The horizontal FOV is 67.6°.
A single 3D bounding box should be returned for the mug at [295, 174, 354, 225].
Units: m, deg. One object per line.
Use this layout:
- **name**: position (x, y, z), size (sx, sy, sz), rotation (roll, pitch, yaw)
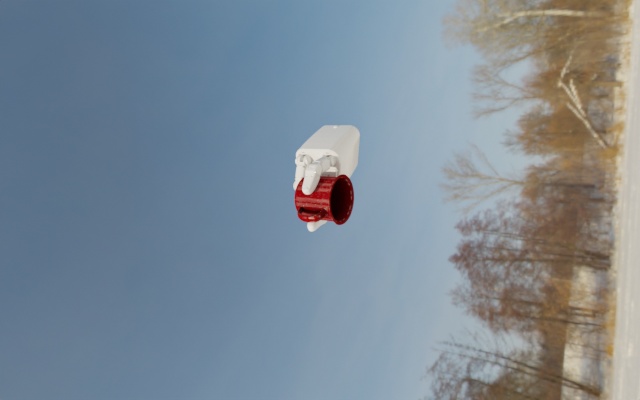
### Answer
- **mug**: position (-0.001, 0.004, 0.881), size (0.081, 0.093, 0.117), rotation (5, 38, 32)
